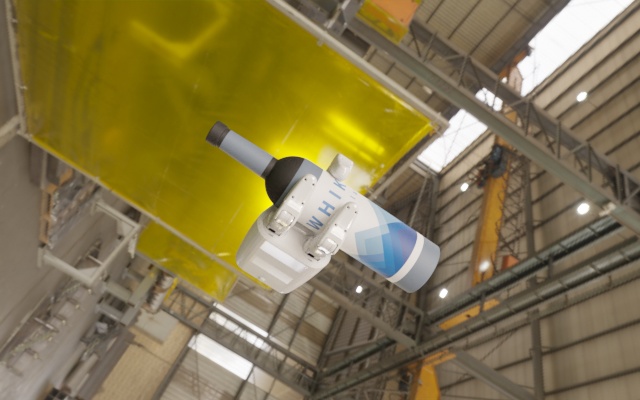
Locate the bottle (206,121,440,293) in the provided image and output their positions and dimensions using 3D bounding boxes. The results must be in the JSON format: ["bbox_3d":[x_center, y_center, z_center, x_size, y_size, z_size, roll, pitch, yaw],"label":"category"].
[{"bbox_3d":[0.000,0.002,0.554,0.296,0.069,0.069,33,-5,-7],"label":"bottle"}]
